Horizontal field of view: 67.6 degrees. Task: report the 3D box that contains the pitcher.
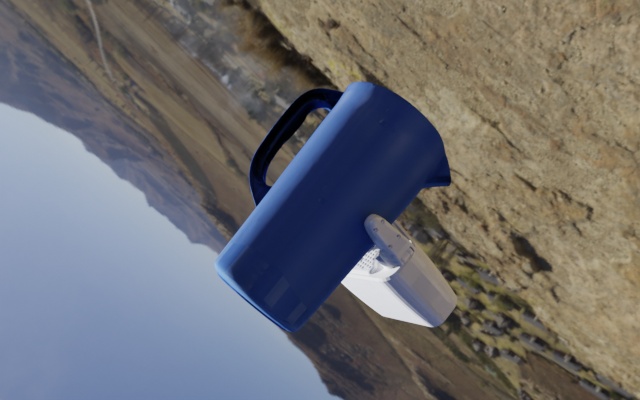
[{"bbox_3d":[0.000,0.002,0.494,0.145,0.243,0.149,46,-12,-29],"label":"pitcher"}]
